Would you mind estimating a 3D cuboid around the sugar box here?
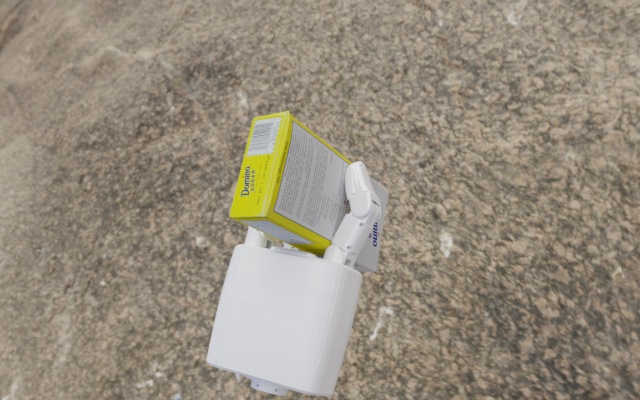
[{"bbox_3d":[0.000,0.002,0.443,0.048,0.093,0.176,-1,-22,34],"label":"sugar box"}]
